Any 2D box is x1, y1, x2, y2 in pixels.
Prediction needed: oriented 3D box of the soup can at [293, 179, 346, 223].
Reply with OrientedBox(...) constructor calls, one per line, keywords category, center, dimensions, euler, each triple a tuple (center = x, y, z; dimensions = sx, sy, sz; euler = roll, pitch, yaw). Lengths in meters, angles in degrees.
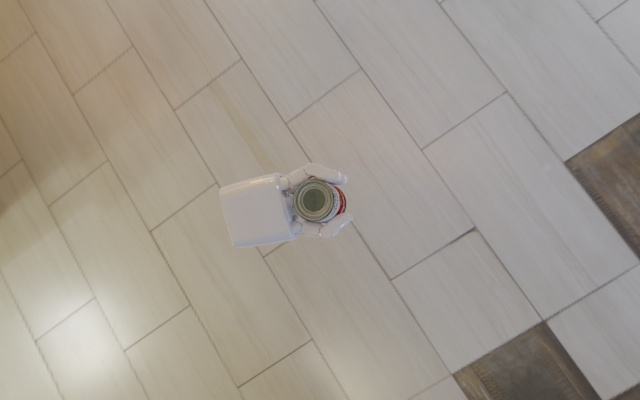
OrientedBox(category="soup can", center=(0.001, 0.003, 0.780), dimensions=(0.068, 0.068, 0.102), euler=(0, -4, 13))
